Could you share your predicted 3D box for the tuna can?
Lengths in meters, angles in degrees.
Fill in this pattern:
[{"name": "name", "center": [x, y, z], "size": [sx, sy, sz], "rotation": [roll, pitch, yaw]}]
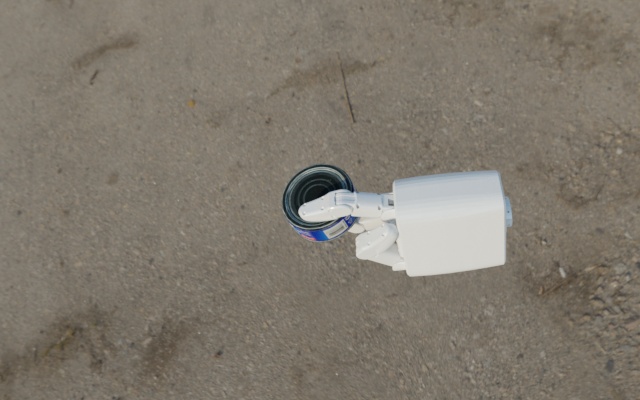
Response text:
[{"name": "tuna can", "center": [0.000, 0.002, 0.540], "size": [0.086, 0.086, 0.034], "rotation": [0, -27, 20]}]
